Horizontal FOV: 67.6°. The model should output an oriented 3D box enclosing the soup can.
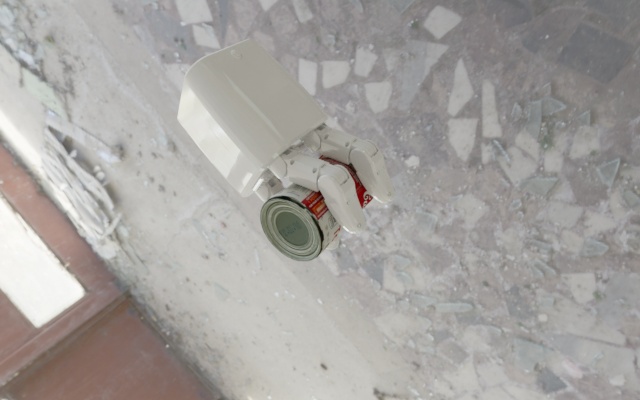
[{"bbox_3d":[0.000,0.002,0.447,0.068,0.068,0.102,0,29,37],"label":"soup can"}]
